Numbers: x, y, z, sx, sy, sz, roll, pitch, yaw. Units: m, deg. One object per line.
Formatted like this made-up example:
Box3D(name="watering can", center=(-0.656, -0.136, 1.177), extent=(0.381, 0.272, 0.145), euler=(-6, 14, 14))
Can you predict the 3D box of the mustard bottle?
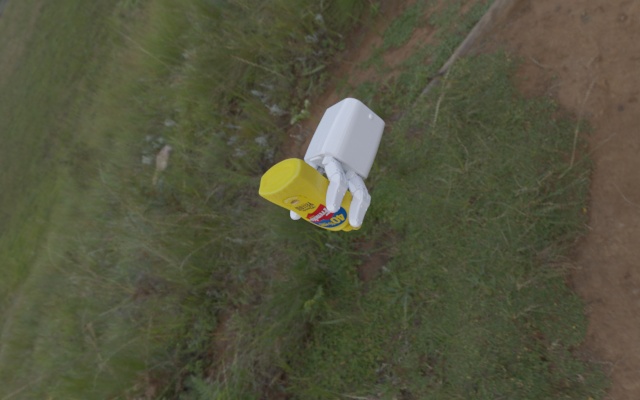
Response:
Box3D(name="mustard bottle", center=(0.000, 0.003, 0.780), extent=(0.096, 0.058, 0.192), euler=(-23, -41, 39))
